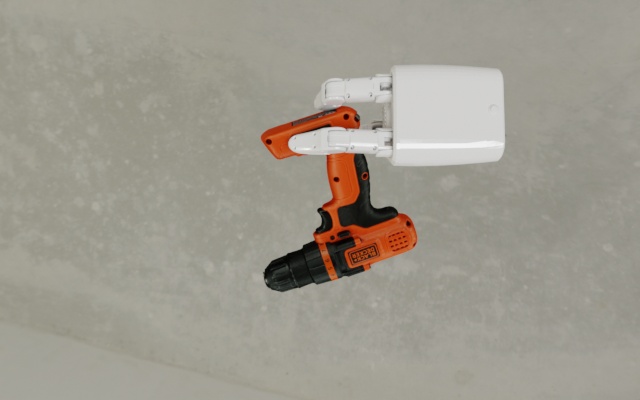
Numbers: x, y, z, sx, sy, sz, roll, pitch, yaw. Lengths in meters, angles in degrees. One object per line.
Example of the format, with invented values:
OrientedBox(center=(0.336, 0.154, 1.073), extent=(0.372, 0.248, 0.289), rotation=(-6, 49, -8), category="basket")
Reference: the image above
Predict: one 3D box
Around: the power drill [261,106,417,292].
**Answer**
OrientedBox(center=(0.000, 0.001, 0.535), extent=(0.184, 0.188, 0.057), rotation=(-20, 18, -1), category="power drill")
